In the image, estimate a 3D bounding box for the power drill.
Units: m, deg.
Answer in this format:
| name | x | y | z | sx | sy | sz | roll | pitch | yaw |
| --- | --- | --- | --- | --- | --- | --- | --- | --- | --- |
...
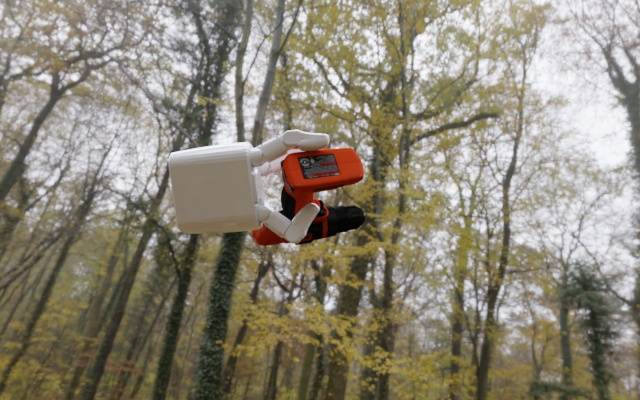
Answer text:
| name | x | y | z | sx | sy | sz | roll | pitch | yaw |
| --- | --- | --- | --- | --- | --- | --- | --- | --- | --- |
| power drill | 0.000 | 0.002 | 0.692 | 0.184 | 0.057 | 0.188 | -9 | -30 | -20 |
